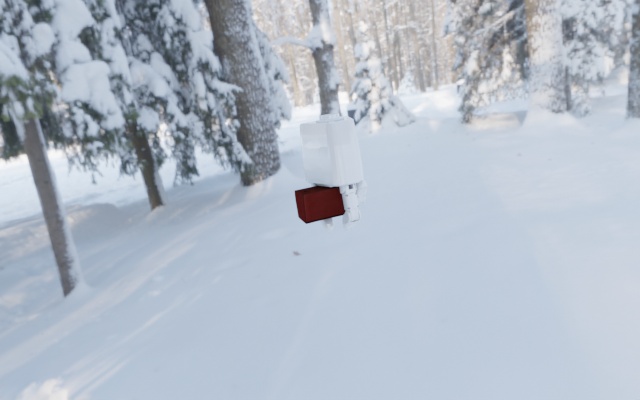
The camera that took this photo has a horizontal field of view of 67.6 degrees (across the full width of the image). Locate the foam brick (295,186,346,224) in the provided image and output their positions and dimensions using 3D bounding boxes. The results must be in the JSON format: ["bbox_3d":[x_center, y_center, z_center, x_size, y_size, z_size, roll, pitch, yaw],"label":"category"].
[{"bbox_3d":[0.000,0.003,0.826,0.078,0.051,0.053,-13,15,-17],"label":"foam brick"}]
